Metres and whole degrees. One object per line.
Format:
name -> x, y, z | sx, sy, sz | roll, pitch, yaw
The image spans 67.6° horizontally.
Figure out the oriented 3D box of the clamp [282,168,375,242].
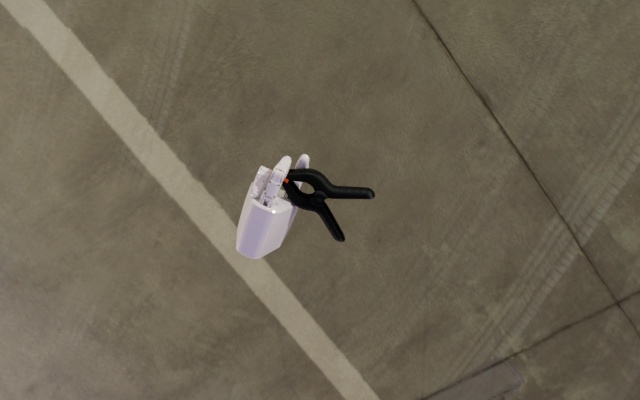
clamp -> 0.000, 0.003, 0.868 | 0.171, 0.120, 0.039 | 23, 20, 1
